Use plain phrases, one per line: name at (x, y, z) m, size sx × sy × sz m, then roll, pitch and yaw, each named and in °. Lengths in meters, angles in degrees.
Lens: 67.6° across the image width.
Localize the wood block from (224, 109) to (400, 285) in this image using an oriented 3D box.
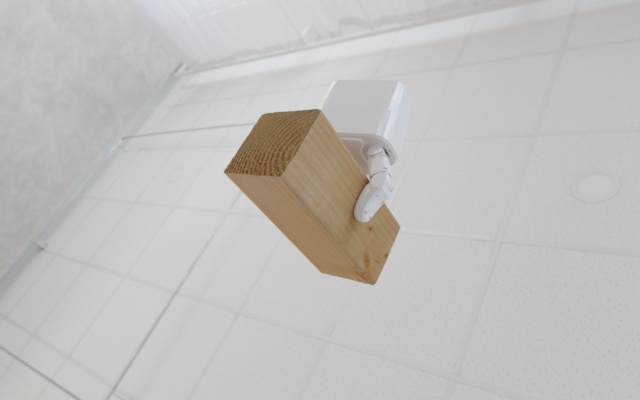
wood block at (0.001, 0.002, 0.550) m, size 0.091 × 0.090 × 0.206 m, roll 5°, pitch -34°, yaw 41°
